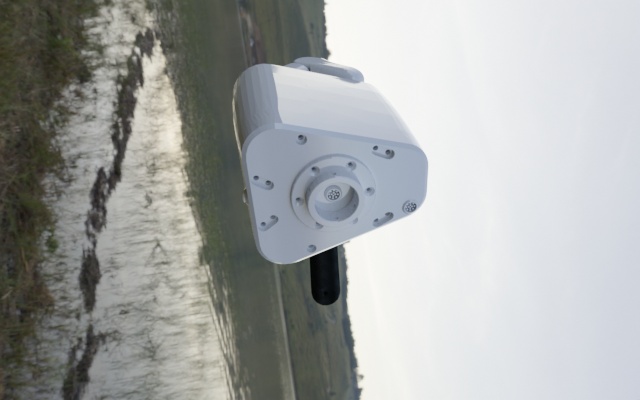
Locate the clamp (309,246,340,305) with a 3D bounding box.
[{"bbox_3d":[0.001,0.001,0.417,0.039,0.172,0.120,-8,32,-5],"label":"clamp"}]
